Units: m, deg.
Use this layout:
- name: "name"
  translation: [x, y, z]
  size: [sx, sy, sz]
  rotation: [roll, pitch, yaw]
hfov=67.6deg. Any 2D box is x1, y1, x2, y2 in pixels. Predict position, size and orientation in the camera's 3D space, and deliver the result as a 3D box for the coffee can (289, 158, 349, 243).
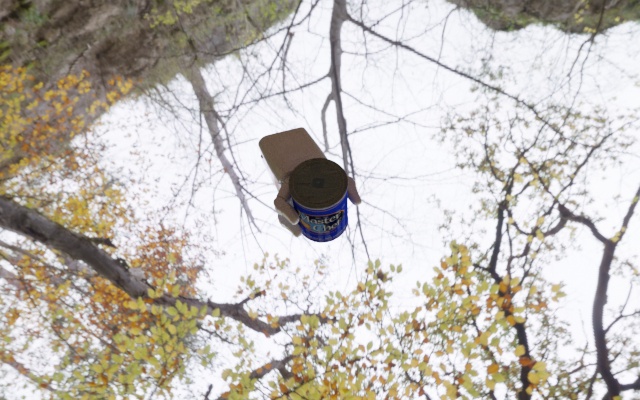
- name: "coffee can"
  translation: [0.000, 0.003, 0.877]
  size: [0.103, 0.102, 0.140]
  rotation: [0, -29, 4]
